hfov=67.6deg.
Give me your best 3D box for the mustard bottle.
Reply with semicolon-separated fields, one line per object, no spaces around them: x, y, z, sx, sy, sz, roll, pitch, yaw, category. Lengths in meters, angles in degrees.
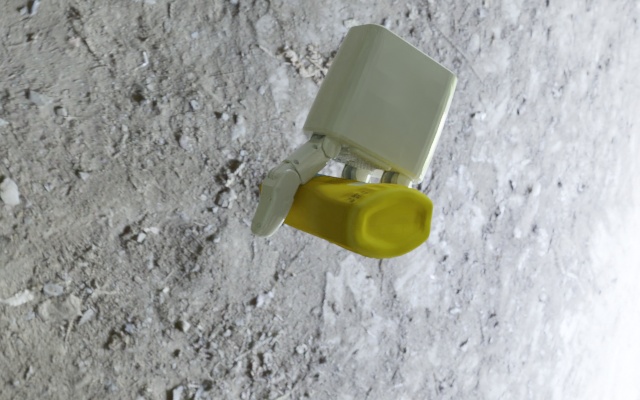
0.000;0.002;0.436;0.096;0.058;0.191;-4;12;-38;mustard bottle
